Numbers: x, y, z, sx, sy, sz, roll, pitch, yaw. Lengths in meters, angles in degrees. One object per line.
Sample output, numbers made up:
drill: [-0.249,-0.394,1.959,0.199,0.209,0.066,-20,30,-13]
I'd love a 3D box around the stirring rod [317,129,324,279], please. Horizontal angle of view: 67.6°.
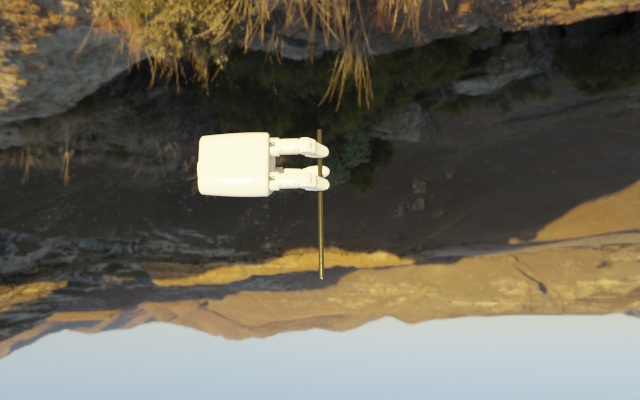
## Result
stirring rod: [0.000,0.002,0.759,0.011,0.239,0.011,-1,-11,0]
